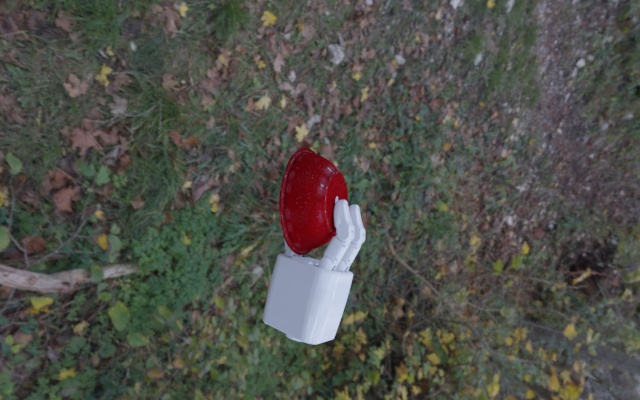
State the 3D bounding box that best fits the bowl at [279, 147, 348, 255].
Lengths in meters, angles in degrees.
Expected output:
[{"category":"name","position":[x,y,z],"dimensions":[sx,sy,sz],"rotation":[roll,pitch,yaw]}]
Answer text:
[{"category":"bowl","position":[0.001,0.001,0.704],"dimensions":[0.055,0.162,0.162],"rotation":[2,1,23]}]
